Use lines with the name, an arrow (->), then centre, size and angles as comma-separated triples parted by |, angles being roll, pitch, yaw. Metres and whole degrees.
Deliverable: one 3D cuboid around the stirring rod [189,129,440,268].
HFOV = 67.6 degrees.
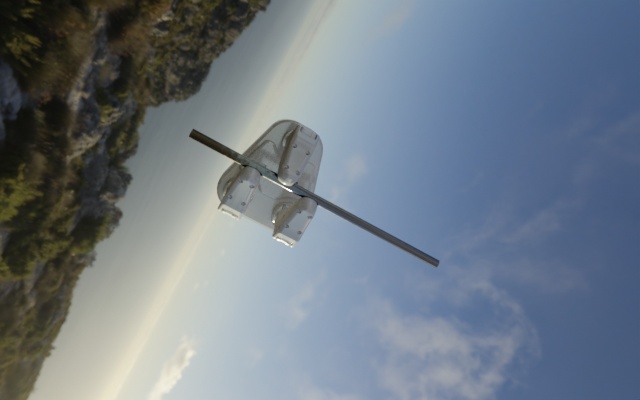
stirring rod -> 0.000, 0.001, 0.406 | 0.239, 0.011, 0.011 | 28, -6, -11
